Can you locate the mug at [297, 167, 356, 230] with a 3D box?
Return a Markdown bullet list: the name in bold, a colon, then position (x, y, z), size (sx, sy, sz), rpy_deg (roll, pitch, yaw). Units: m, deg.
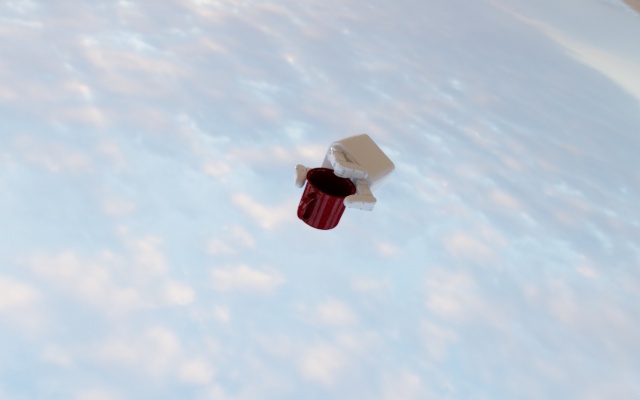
- **mug**: position (-0.001, 0.003, 0.850), size (0.093, 0.081, 0.117), rpy_deg (36, 35, 21)
